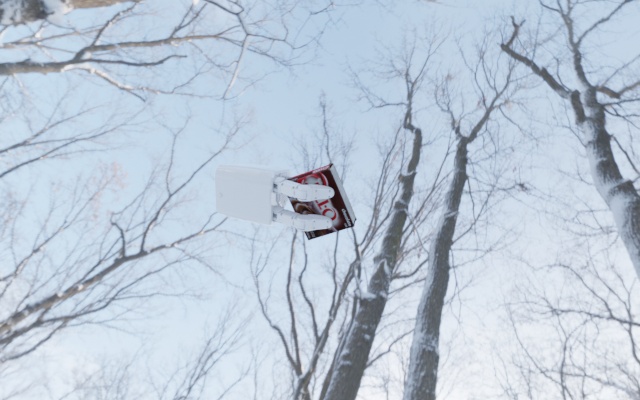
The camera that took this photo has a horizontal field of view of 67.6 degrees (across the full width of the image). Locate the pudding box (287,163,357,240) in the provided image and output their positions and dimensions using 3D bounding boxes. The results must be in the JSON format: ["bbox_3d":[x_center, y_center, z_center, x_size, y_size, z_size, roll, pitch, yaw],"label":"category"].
[{"bbox_3d":[0.000,0.003,0.818,0.090,0.113,0.039,-18,18,22],"label":"pudding box"}]
